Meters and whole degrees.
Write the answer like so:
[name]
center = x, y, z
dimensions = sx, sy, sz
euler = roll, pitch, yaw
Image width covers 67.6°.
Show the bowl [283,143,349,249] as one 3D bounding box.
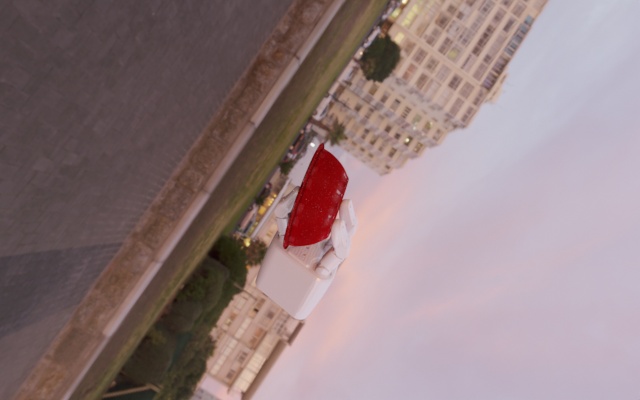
[bowl]
center = 0.001, 0.002, 0.681
dimensions = 0.055, 0.162, 0.162
euler = 20, 1, 4
